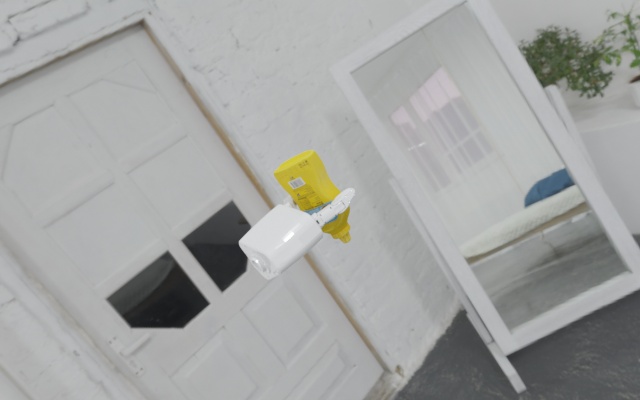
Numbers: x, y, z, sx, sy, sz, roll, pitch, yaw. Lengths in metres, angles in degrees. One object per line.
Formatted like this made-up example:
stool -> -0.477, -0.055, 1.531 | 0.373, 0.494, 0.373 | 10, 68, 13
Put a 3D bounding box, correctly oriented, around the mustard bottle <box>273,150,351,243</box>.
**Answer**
mustard bottle -> 0.000, 0.003, 0.895 | 0.096, 0.192, 0.058 | -21, 21, 38
